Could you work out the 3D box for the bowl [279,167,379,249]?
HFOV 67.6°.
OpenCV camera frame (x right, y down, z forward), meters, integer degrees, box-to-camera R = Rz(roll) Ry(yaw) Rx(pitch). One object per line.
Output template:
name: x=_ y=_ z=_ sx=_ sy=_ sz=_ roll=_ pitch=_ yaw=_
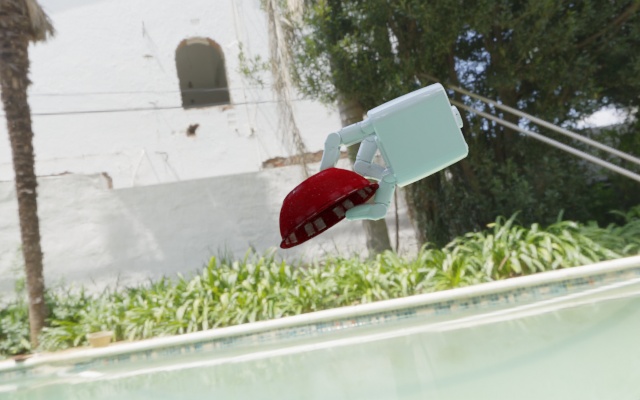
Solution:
bowl: x=-0.001 y=0.003 z=0.664 sx=0.162 sy=0.055 sz=0.162 roll=-32 pitch=-12 yaw=-7
